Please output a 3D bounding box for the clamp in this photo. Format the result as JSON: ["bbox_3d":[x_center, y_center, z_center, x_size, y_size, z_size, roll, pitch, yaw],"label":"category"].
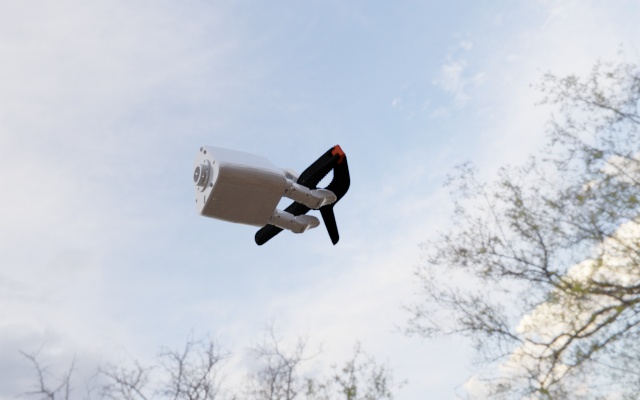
[{"bbox_3d":[0.000,0.002,0.797,0.164,0.210,0.036,9,35,-36],"label":"clamp"}]
